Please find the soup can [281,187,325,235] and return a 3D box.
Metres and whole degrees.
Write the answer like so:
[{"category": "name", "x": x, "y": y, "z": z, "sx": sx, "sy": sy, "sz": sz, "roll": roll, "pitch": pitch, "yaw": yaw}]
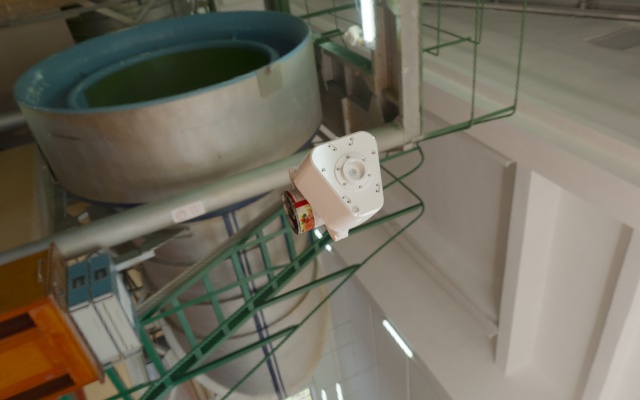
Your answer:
[{"category": "soup can", "x": 0.000, "y": 0.002, "z": 0.721, "sx": 0.102, "sy": 0.068, "sz": 0.068, "roll": -20, "pitch": 6, "yaw": -16}]
